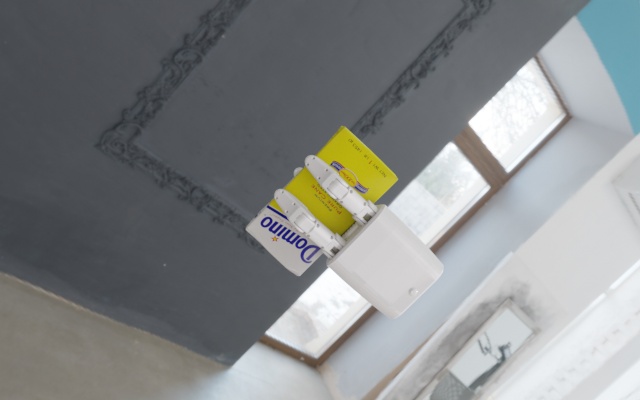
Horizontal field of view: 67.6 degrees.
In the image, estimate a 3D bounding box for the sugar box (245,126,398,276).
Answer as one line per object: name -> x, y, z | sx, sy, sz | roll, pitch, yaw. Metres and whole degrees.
sugar box -> 0.000, 0.002, 0.592 | 0.093, 0.176, 0.048 | 43, 8, -6
